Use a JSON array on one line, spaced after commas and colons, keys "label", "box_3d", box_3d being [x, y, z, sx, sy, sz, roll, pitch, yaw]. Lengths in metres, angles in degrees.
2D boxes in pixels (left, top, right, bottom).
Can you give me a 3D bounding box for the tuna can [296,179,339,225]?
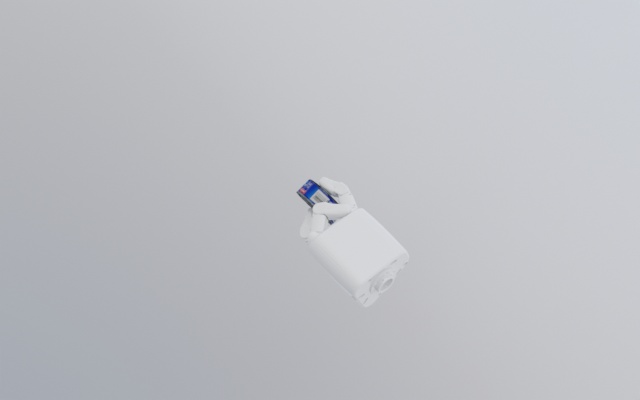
[{"label": "tuna can", "box_3d": [0.000, 0.002, 0.827, 0.086, 0.034, 0.086, 43, -4, 4]}]
